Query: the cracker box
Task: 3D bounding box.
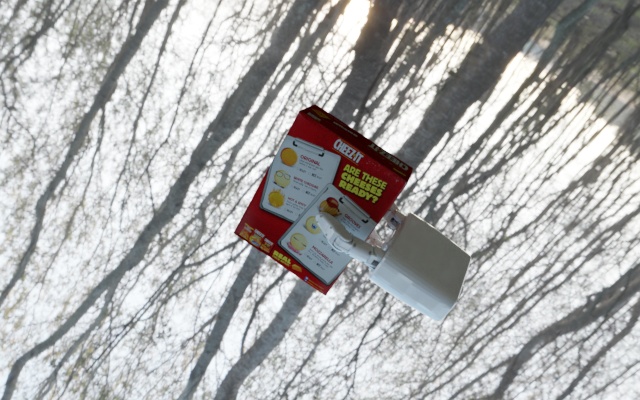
[{"bbox_3d":[0.000,0.002,0.662,0.164,0.214,0.072,34,27,3],"label":"cracker box"}]
